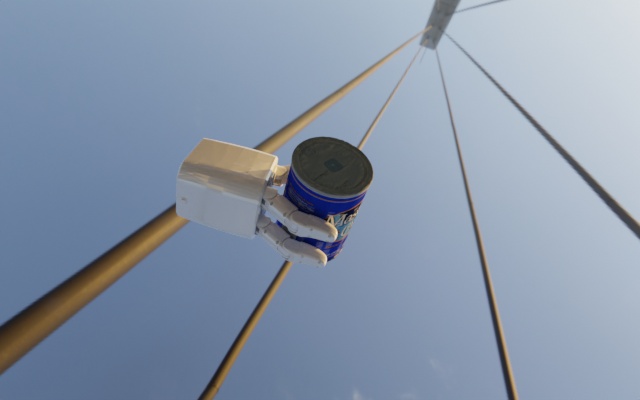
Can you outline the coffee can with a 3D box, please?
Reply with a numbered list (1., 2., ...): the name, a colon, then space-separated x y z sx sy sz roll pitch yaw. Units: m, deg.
1. coffee can: 0.000 0.002 0.629 0.103 0.102 0.140 0 -42 -18
